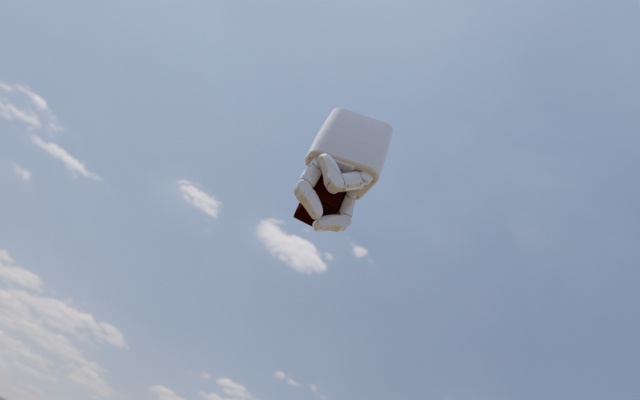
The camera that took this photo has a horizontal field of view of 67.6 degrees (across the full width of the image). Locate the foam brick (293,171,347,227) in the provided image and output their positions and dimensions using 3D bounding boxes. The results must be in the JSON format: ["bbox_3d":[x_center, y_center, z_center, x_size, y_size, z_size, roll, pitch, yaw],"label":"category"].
[{"bbox_3d":[0.000,0.003,0.752,0.053,0.051,0.078,28,-34,-8],"label":"foam brick"}]
